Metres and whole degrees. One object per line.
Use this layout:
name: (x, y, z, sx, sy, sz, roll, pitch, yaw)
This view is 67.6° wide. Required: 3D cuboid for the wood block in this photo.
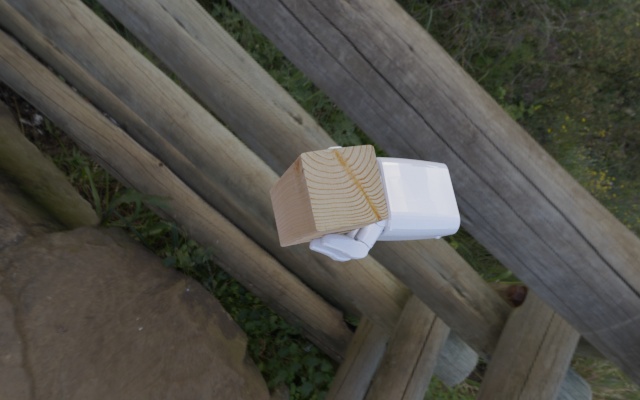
wood block: (0.000, 0.002, 0.627, 0.090, 0.091, 0.206, -9, -8, -17)
